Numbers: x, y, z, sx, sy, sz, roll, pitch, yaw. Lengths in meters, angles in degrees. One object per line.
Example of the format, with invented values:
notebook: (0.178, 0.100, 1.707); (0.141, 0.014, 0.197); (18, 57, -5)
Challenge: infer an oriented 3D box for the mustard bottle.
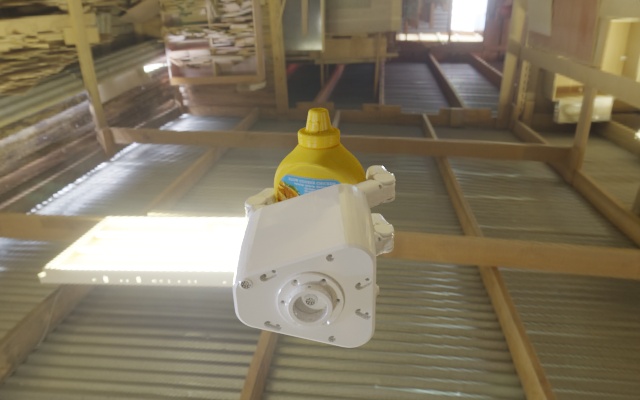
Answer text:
mustard bottle: (0.000, 0.002, 0.492); (0.096, 0.192, 0.058); (8, 25, 22)
